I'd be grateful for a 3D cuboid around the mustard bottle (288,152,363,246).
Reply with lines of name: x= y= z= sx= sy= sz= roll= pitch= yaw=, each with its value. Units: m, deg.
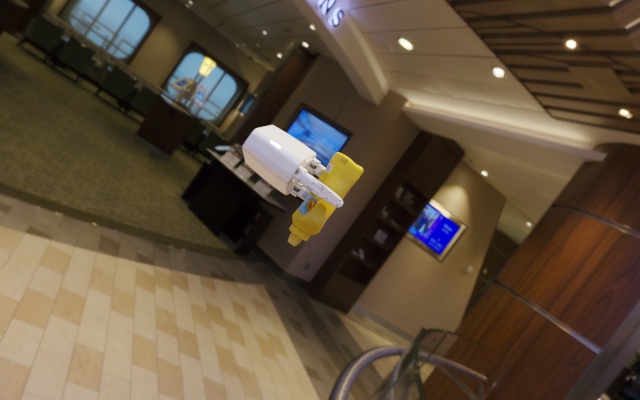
mustard bottle: x=0.001 y=0.003 z=0.891 sx=0.058 sy=0.191 sz=0.096 roll=35 pitch=3 yaw=-18
